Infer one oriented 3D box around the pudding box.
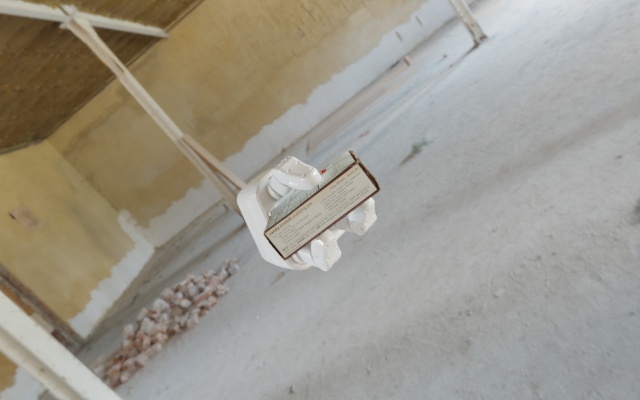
[{"bbox_3d":[0.000,0.001,0.468,0.113,0.039,0.090,-39,11,7],"label":"pudding box"}]
